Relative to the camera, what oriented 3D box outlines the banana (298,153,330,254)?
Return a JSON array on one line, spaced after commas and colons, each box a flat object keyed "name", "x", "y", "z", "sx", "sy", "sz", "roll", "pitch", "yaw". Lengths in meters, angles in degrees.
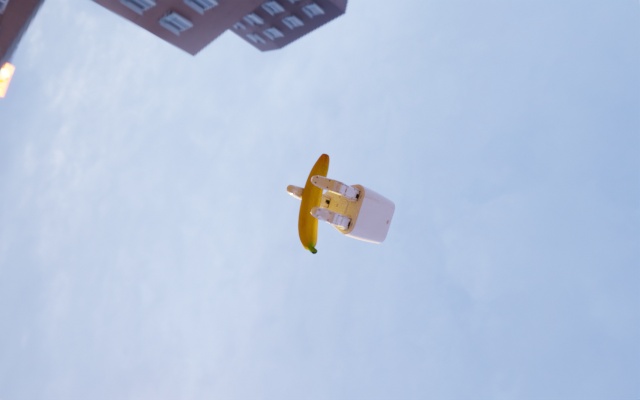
[{"name": "banana", "x": -0.012, "y": 0.011, "z": 0.884, "sx": 0.037, "sy": 0.197, "sz": 0.069, "roll": 20, "pitch": -26, "yaw": -33}]
